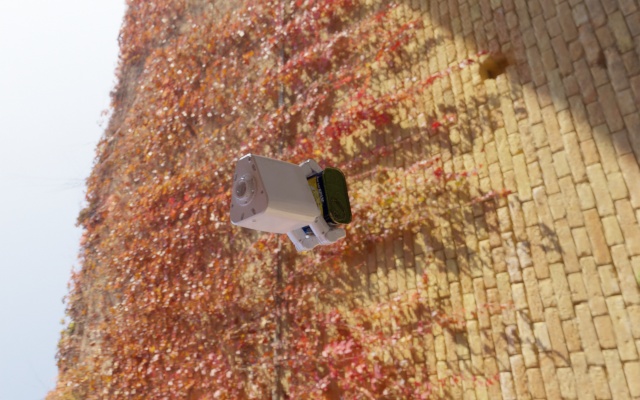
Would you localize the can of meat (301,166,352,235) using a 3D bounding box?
[{"bbox_3d":[0.000,0.003,0.830,0.084,0.102,0.057,-22,-19,38],"label":"can of meat"}]
